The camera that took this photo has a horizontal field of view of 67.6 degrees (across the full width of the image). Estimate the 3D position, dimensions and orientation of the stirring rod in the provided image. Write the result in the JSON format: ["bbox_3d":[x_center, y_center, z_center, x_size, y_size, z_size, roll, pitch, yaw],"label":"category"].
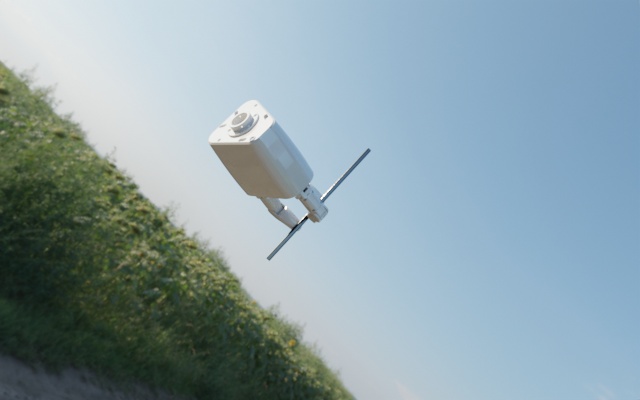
[{"bbox_3d":[0.000,0.002,0.743,0.011,0.239,0.011,39,-16,13],"label":"stirring rod"}]
